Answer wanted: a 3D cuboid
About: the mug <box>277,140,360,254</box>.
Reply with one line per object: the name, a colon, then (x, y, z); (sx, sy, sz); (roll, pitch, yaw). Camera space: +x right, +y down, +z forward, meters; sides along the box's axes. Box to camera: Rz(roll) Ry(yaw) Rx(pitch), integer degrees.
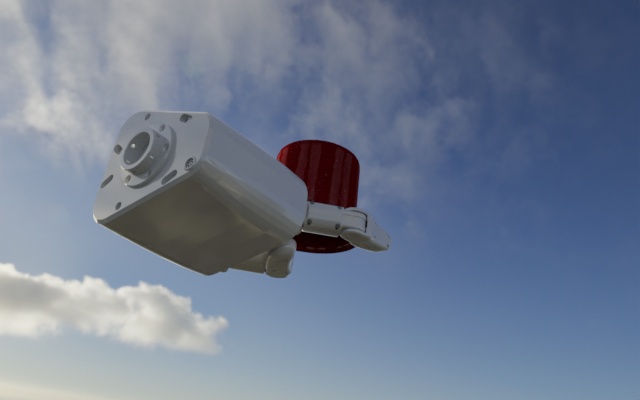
mug: (0.001, 0.002, 0.458); (0.093, 0.081, 0.117); (-9, -29, 31)
